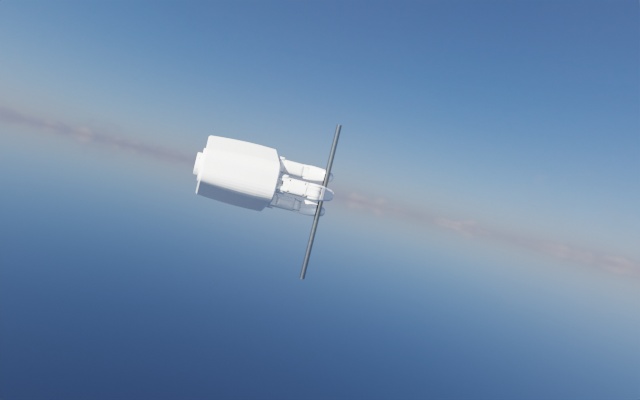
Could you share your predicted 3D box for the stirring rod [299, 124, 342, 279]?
[{"bbox_3d":[0.000,0.002,0.726,0.011,0.239,0.011,14,1,0],"label":"stirring rod"}]
